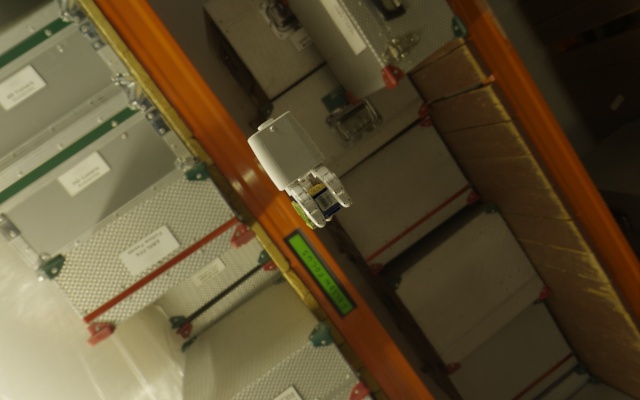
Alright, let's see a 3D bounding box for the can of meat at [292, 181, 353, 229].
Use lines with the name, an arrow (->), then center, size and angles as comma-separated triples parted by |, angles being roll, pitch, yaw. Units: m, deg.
can of meat -> 0.000, 0.003, 0.852 | 0.084, 0.057, 0.102 | -35, 9, -7
